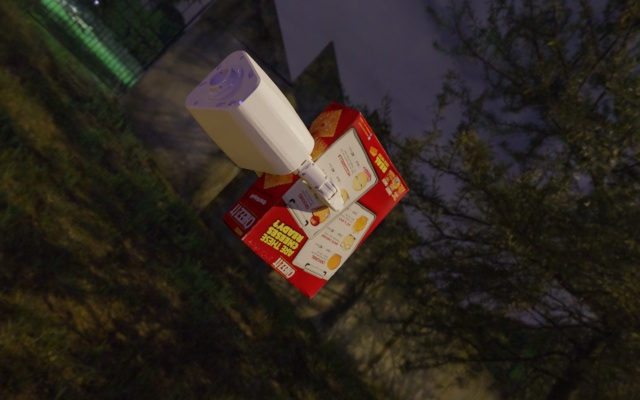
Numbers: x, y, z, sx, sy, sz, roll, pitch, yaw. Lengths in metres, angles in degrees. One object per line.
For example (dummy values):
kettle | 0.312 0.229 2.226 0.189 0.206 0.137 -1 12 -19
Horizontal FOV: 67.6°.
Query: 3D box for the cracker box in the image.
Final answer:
cracker box | 0.000 0.002 0.644 0.072 0.213 0.164 35 -10 48
